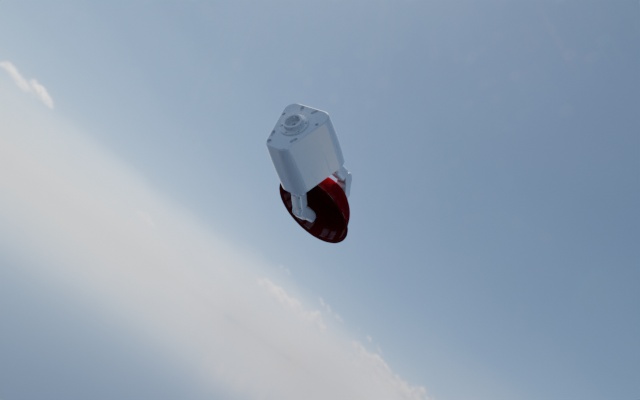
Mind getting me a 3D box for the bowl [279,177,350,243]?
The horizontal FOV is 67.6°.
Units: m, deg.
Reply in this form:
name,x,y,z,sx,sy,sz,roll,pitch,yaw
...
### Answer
name,x,y,z,sx,sy,sz,roll,pitch,yaw
bowl,0.000,0.004,0.900,0.162,0.162,0.055,0,37,50
